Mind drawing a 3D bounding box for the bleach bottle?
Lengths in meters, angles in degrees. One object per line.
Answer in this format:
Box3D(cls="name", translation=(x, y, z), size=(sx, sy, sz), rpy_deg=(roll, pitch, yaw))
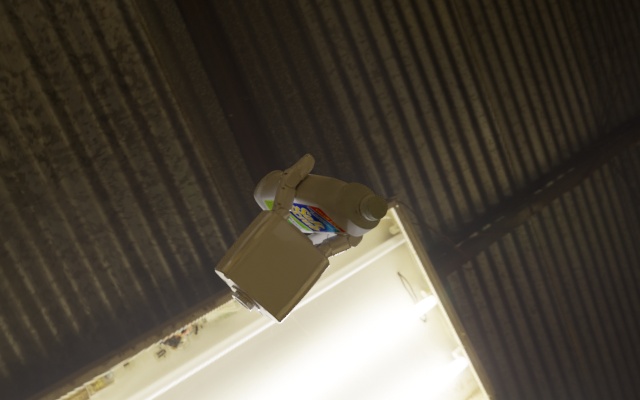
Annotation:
Box3D(cls="bleach bottle", translation=(0.000, 0.002, 0.671), size=(0.068, 0.102, 0.251), rpy_deg=(-49, 23, -21))
